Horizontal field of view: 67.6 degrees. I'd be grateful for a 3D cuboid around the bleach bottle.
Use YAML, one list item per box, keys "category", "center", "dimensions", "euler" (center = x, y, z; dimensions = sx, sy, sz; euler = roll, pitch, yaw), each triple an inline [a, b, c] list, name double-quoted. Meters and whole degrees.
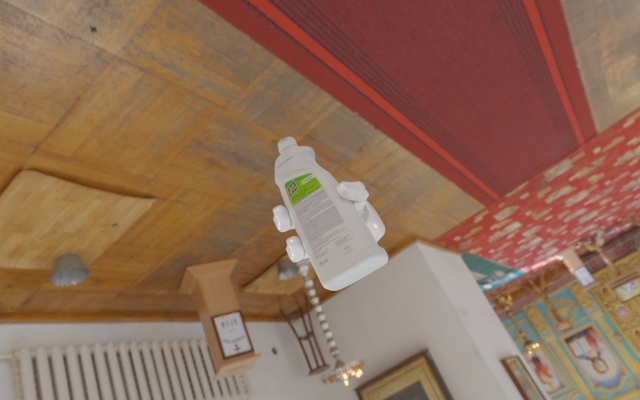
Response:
- category: "bleach bottle"
  center: [0.000, 0.002, 0.718]
  dimensions: [0.102, 0.250, 0.068]
  euler: [-32, -27, 12]
